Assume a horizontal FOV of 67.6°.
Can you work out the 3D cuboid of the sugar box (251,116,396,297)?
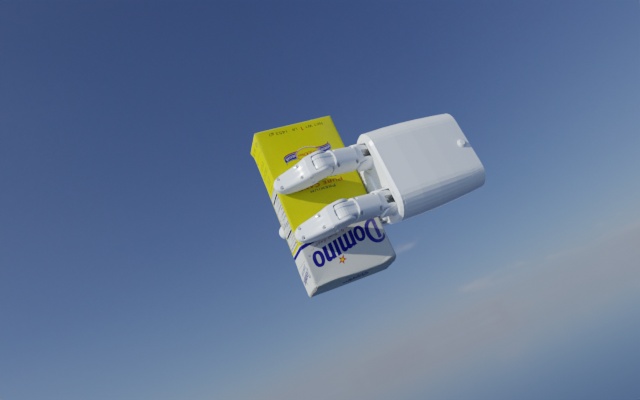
[{"bbox_3d":[0.000,0.001,0.501,0.093,0.176,0.048,-18,-22,-19],"label":"sugar box"}]
